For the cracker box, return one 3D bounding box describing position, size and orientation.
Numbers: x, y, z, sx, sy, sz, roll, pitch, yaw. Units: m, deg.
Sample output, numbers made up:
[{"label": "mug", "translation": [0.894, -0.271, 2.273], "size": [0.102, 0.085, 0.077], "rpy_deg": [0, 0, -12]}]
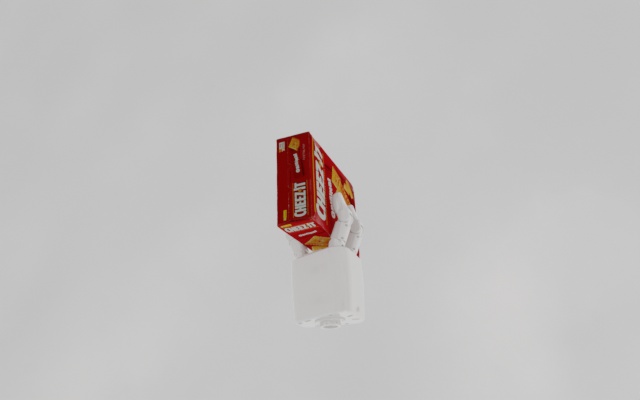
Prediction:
[{"label": "cracker box", "translation": [0.000, 0.003, 0.850], "size": [0.072, 0.164, 0.214], "rpy_deg": [-13, -28, 19]}]
